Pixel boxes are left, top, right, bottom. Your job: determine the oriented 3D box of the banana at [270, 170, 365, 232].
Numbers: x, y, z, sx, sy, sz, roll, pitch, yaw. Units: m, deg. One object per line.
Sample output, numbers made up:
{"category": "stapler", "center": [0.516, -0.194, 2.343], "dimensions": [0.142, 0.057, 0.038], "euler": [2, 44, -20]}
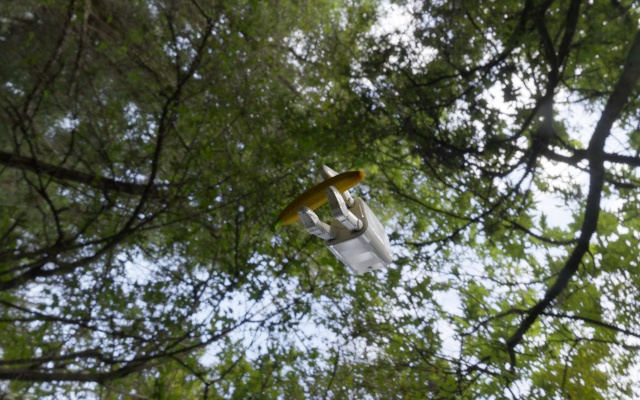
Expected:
{"category": "banana", "center": [-0.005, -0.003, 0.889], "dimensions": [0.198, 0.037, 0.069], "euler": [-33, 23, 9]}
